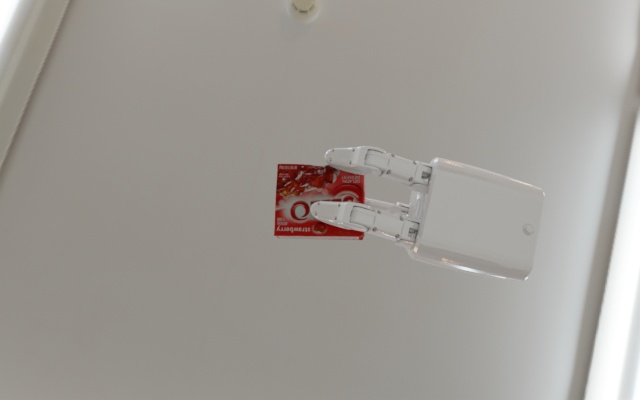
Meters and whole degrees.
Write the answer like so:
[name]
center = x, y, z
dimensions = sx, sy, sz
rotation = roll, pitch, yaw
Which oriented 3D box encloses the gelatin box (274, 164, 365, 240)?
[gelatin box]
center = 0.000, 0.002, 0.478
dimensions = 0.089, 0.073, 0.030
rotation = 1, -10, 4
